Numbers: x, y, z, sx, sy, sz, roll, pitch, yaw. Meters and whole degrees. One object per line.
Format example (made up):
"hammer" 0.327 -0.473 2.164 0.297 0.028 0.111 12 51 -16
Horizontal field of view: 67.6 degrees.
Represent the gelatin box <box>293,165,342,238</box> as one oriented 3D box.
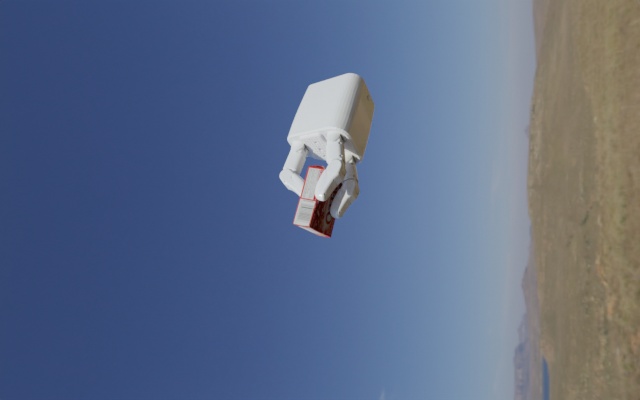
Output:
"gelatin box" 0.000 0.003 0.688 0.030 0.089 0.073 10 -11 28
